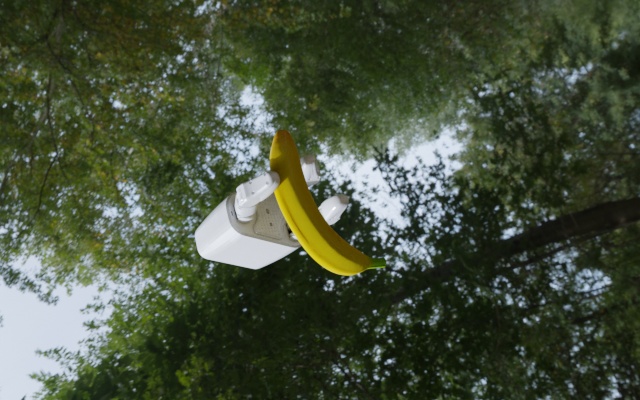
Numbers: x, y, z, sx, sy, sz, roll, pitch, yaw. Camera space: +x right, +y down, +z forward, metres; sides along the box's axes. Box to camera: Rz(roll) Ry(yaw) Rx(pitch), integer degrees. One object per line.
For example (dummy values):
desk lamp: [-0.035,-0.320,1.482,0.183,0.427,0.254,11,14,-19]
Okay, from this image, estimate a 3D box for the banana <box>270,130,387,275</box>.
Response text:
banana: [-0.009,0.012,0.533,0.069,0.198,0.037,-34,-2,-43]
